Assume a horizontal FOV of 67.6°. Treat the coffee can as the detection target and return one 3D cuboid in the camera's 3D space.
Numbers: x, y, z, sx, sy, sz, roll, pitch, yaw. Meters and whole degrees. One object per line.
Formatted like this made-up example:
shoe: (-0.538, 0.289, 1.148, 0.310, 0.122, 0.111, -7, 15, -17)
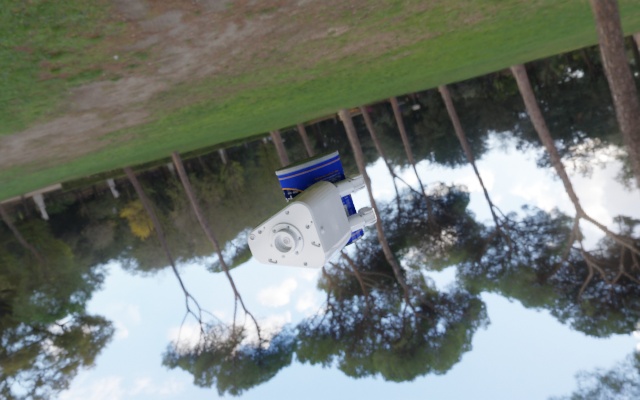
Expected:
coffee can: (0.000, 0.002, 0.755, 0.103, 0.140, 0.103, -18, 8, 3)
